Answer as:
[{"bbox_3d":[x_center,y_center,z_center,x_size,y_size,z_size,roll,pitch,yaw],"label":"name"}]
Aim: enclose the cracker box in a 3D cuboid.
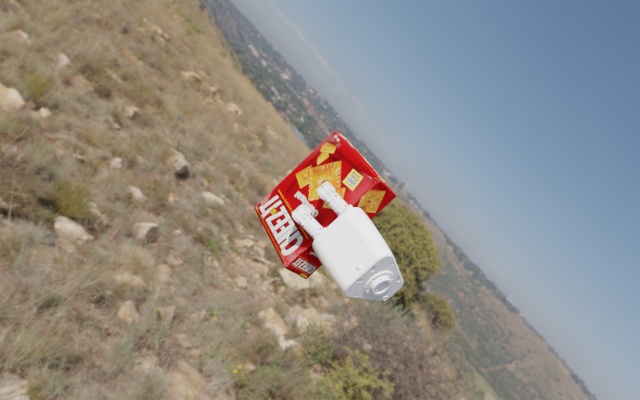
[{"bbox_3d":[0.000,0.003,0.833,0.072,0.214,0.164,38,13,-45],"label":"cracker box"}]
